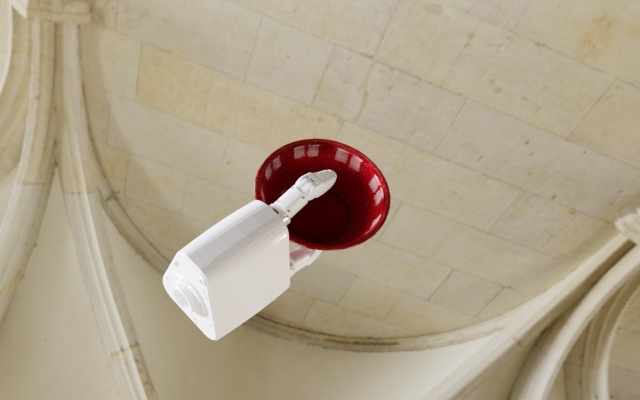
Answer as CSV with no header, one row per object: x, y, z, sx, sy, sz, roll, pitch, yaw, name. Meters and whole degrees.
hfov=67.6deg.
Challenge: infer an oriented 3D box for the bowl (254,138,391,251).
0.001,0.002,0.582,0.162,0.162,0.055,0,-34,-9,bowl
